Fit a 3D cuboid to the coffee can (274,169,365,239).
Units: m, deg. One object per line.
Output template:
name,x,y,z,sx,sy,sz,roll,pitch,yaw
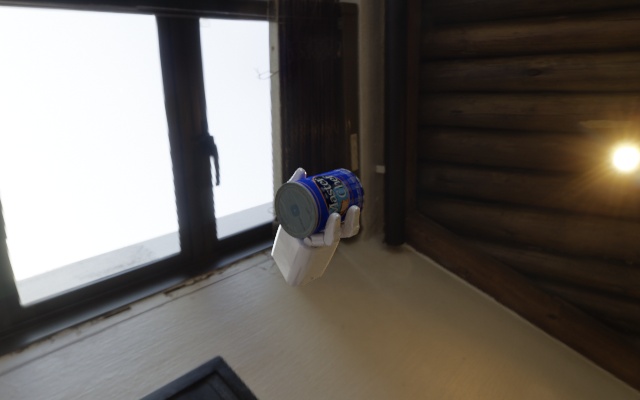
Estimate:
coffee can,0.000,0.003,0.886,0.103,0.103,0.140,0,13,43
